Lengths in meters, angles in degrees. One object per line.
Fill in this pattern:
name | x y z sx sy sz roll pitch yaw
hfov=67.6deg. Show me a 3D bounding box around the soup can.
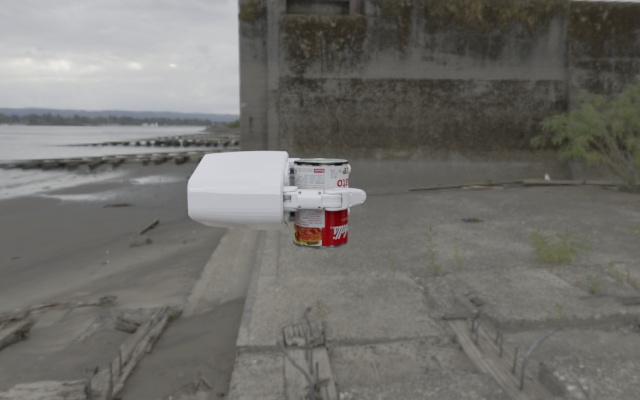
soup can | 0.001 0.002 0.581 0.068 0.102 0.068 0 9 0
